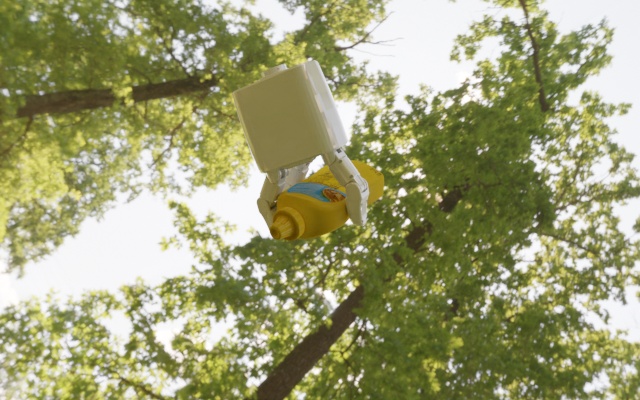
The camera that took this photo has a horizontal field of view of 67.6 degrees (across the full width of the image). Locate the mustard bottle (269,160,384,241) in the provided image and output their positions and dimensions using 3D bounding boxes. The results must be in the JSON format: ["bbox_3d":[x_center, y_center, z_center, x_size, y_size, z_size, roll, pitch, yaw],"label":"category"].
[{"bbox_3d":[0.000,0.002,0.623,0.096,0.058,0.191,16,30,30],"label":"mustard bottle"}]
